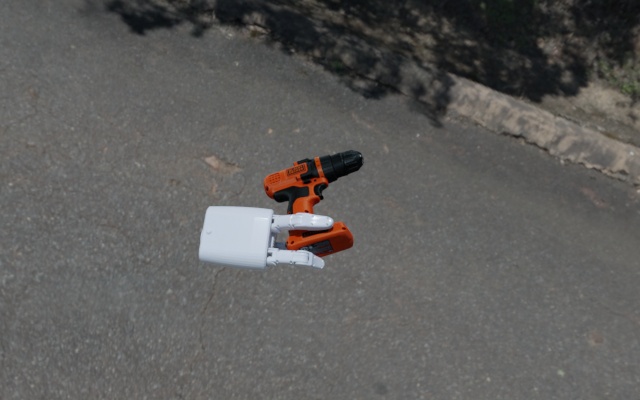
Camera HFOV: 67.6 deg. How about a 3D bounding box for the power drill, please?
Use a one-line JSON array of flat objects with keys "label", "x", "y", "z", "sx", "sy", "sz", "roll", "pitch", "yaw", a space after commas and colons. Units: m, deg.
[{"label": "power drill", "x": 0.000, "y": 0.003, "z": 0.808, "sx": 0.184, "sy": 0.187, "sz": 0.057, "roll": -19, "pitch": -42, "yaw": 7}]
